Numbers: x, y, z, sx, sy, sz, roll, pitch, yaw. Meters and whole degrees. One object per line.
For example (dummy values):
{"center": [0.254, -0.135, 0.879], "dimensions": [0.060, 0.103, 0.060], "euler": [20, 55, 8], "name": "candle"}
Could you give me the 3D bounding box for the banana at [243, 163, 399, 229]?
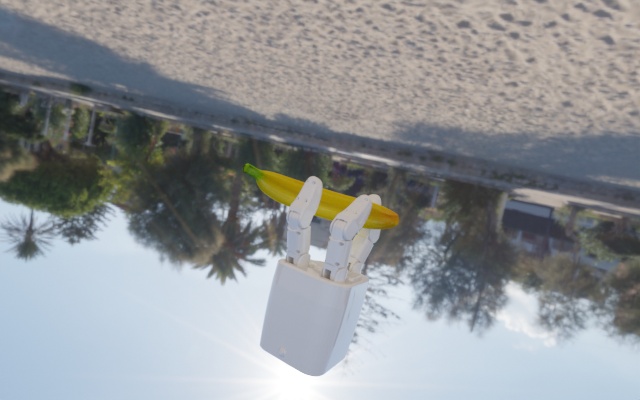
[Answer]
{"center": [0.001, 0.002, 0.585], "dimensions": [0.198, 0.037, 0.069], "euler": [17, 0, 13], "name": "banana"}
